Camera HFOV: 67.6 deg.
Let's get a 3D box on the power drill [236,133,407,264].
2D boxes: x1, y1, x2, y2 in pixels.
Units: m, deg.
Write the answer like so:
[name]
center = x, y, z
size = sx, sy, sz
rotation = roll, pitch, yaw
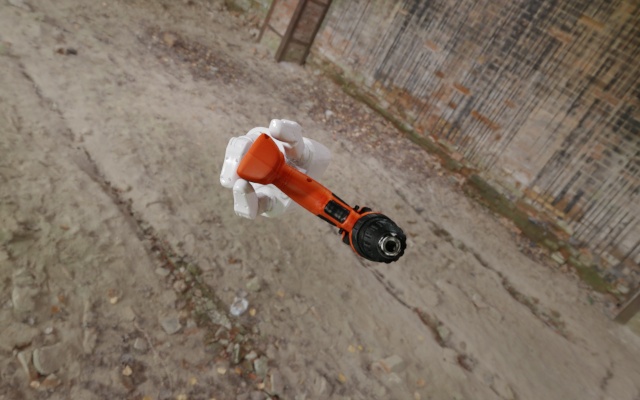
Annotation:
[power drill]
center = 0.000, 0.001, 0.525
size = 0.187, 0.057, 0.184
rotation = 35, -3, -6
